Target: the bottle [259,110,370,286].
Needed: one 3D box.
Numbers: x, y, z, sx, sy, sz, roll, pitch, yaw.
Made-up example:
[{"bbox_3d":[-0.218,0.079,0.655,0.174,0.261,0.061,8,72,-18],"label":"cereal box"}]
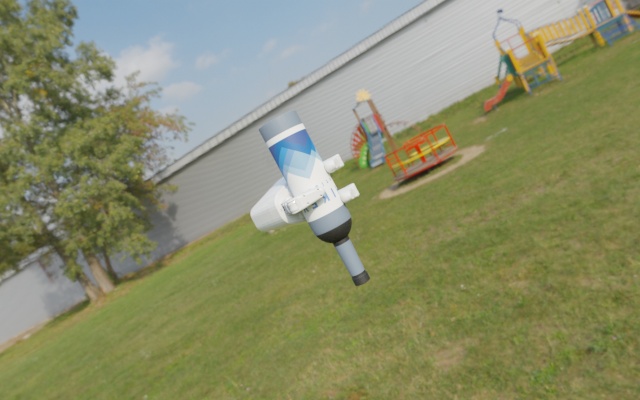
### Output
[{"bbox_3d":[0.000,0.002,0.764,0.069,0.296,0.069,-28,4,2],"label":"bottle"}]
